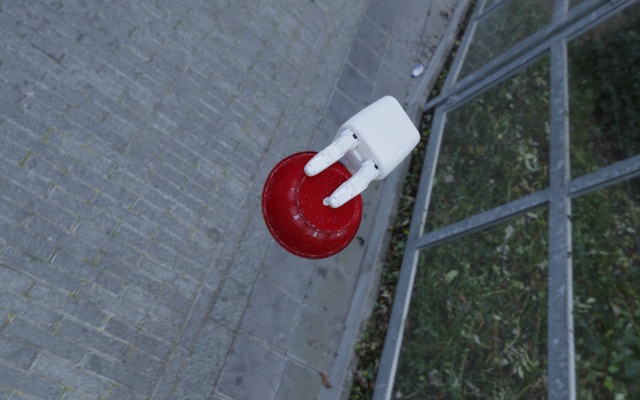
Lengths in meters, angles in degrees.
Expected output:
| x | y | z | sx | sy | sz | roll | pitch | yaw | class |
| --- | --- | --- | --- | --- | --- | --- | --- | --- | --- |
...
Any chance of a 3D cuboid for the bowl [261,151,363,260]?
| x | y | z | sx | sy | sz | roll | pitch | yaw | class |
| --- | --- | --- | --- | --- | --- | --- | --- | --- | --- |
| 0.000 | 0.003 | 0.681 | 0.162 | 0.162 | 0.055 | 0 | -8 | -23 | bowl |
